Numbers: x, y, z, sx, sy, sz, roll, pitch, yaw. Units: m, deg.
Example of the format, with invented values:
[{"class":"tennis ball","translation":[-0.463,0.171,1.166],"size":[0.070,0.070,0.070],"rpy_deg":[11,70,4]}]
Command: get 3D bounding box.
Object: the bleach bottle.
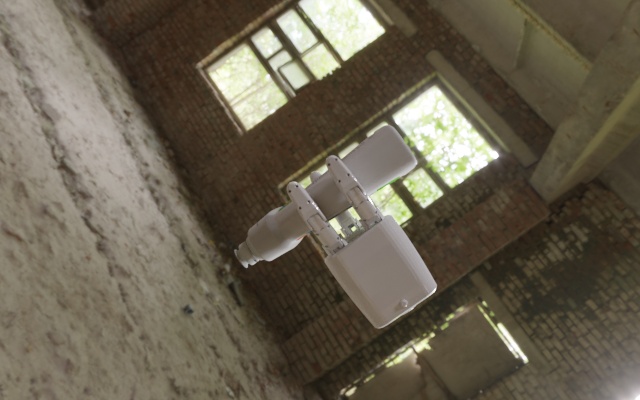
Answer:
[{"class":"bleach bottle","translation":[0.000,0.002,0.615],"size":[0.251,0.068,0.102],"rpy_deg":[-35,0,2]}]
